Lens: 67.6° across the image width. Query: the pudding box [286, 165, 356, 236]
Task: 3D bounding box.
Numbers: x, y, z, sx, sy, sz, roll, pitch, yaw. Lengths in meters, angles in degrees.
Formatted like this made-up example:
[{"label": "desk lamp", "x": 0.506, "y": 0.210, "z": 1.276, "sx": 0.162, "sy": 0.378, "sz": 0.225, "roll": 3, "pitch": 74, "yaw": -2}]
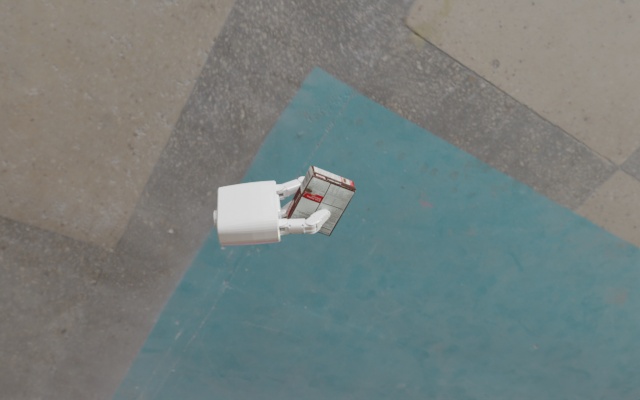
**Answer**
[{"label": "pudding box", "x": 0.000, "y": 0.003, "z": 0.875, "sx": 0.090, "sy": 0.113, "sz": 0.039, "roll": 19, "pitch": 30, "yaw": -19}]
